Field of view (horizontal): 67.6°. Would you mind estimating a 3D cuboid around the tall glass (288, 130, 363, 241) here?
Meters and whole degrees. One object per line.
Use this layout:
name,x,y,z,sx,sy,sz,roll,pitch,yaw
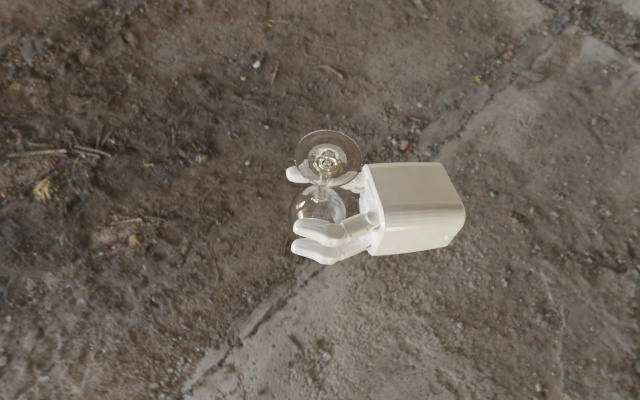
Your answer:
tall glass,0.000,0.002,0.599,0.079,0.079,0.201,0,-29,-6
